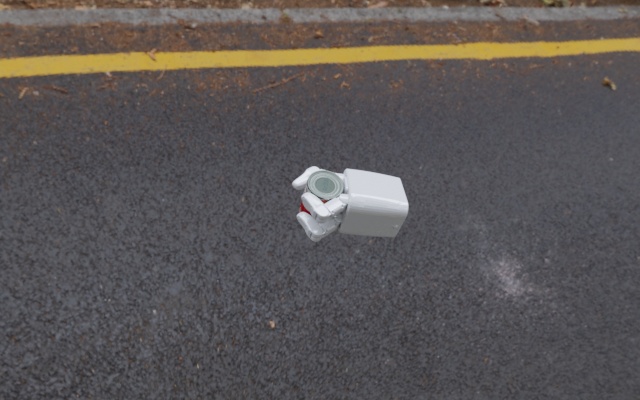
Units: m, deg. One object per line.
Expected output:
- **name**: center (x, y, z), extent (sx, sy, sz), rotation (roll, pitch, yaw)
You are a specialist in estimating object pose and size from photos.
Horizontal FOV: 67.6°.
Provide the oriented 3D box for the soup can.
- **soup can**: center (0.000, 0.002, 0.862), extent (0.068, 0.068, 0.102), rotation (0, -38, -13)
